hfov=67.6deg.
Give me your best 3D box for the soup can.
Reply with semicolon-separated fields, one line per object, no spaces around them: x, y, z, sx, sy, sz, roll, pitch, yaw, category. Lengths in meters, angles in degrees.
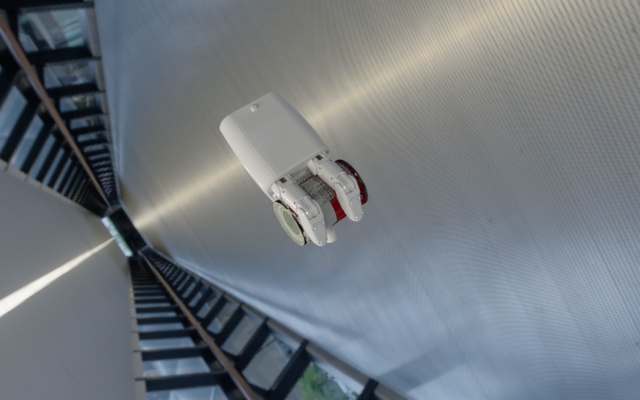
0.000;0.003;0.604;0.102;0.068;0.068;-34;12;-19;soup can
